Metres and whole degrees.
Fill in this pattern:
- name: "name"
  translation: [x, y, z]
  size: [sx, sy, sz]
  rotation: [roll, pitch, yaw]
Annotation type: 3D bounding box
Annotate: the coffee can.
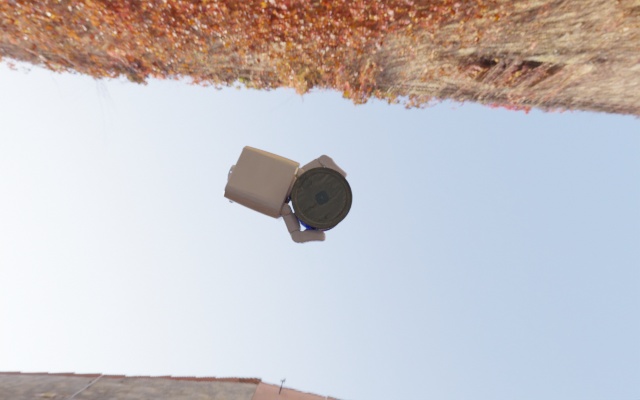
- name: "coffee can"
  translation: [0.000, 0.003, 0.855]
  size: [0.103, 0.103, 0.140]
  rotation: [0, -6, -2]
